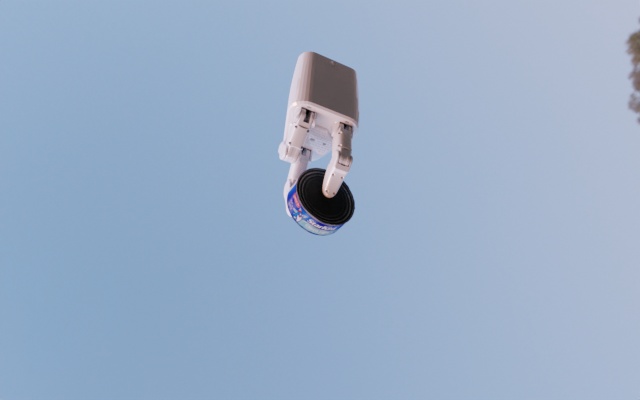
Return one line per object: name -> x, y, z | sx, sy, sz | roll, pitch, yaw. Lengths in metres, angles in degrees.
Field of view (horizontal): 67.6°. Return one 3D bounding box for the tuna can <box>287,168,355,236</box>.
tuna can -> 0.000, 0.002, 0.621 | 0.086, 0.086, 0.034 | 0, -31, -34
